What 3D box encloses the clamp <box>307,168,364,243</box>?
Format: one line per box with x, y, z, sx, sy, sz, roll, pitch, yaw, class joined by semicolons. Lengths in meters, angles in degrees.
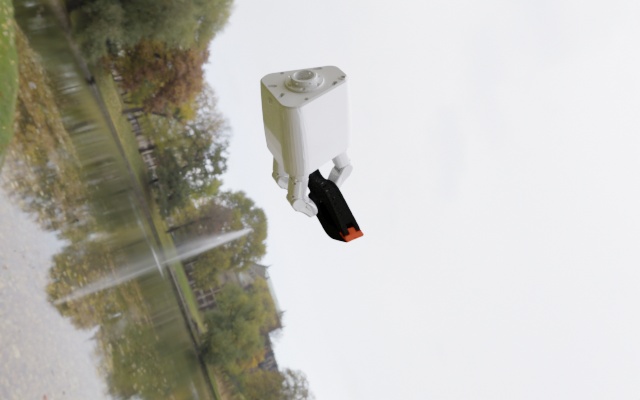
0.001;0.002;0.726;0.036;0.165;0.210;-22;47;-17;clamp
